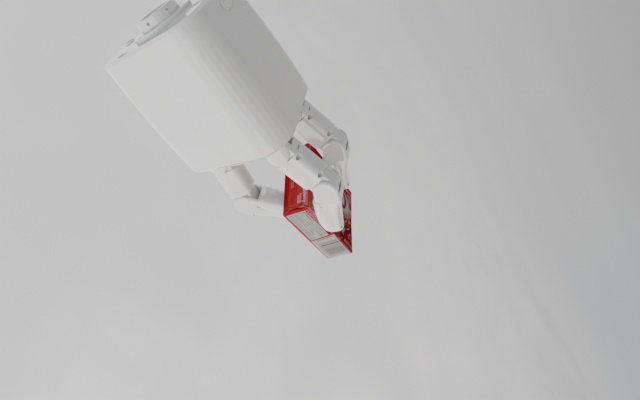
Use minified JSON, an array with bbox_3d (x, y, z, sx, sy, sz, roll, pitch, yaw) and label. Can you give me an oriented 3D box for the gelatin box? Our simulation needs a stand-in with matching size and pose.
[{"bbox_3d":[0.000,0.002,0.448,0.030,0.073,0.089,-16,-40,23],"label":"gelatin box"}]
